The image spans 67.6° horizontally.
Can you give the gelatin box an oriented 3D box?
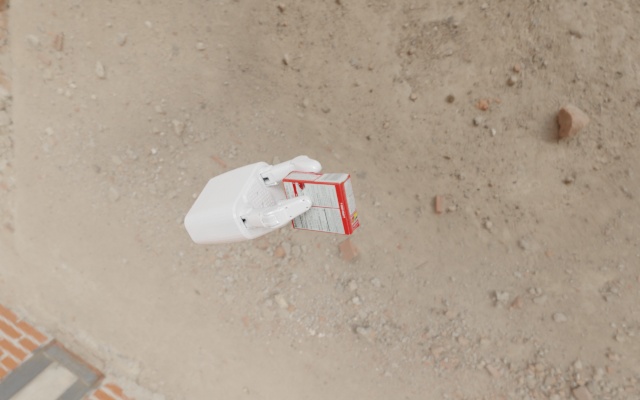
[{"bbox_3d":[0.000,0.002,0.602,0.089,0.073,0.030,5,31,32],"label":"gelatin box"}]
